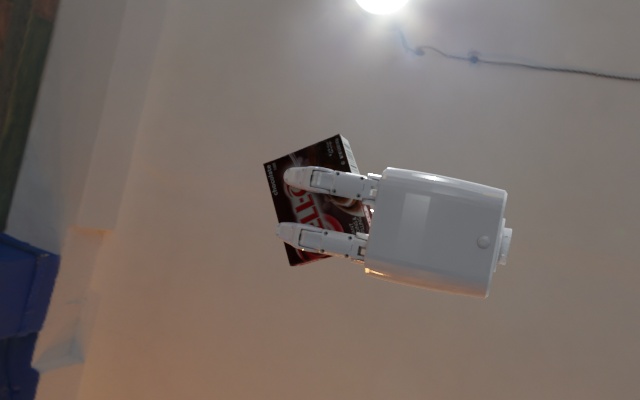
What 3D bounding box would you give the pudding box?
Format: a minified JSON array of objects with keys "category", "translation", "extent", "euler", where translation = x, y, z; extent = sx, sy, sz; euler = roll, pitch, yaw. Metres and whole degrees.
[{"category":"pudding box","translation":[0.000,0.002,0.484],"extent":[0.090,0.113,0.039],"euler":[-19,-12,19]}]
